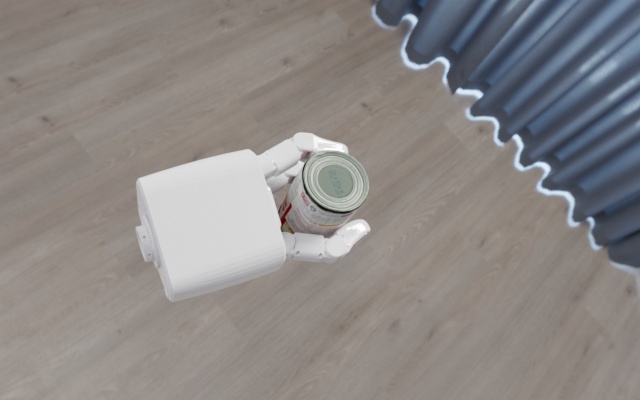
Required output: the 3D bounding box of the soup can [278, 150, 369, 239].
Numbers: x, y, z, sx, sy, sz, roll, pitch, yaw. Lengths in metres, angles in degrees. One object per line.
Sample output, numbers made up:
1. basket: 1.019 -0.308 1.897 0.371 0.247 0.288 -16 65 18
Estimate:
1. soup can: 0.001 0.001 0.484 0.068 0.068 0.102 0 -25 -19
